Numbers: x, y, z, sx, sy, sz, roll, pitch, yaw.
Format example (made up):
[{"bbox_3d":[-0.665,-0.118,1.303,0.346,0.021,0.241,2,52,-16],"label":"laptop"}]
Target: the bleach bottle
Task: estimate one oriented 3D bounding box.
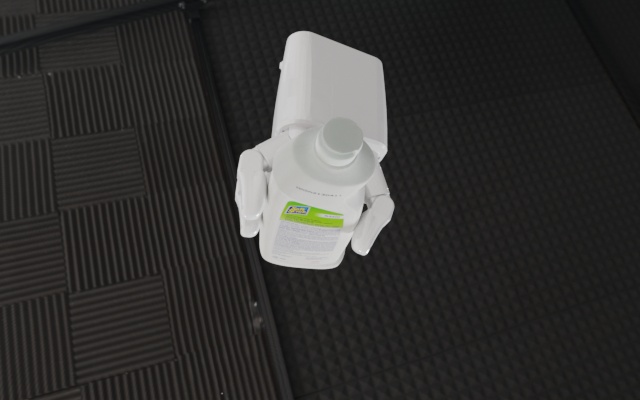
[{"bbox_3d":[0.000,0.001,0.438,0.102,0.068,0.251,5,-22,-10],"label":"bleach bottle"}]
